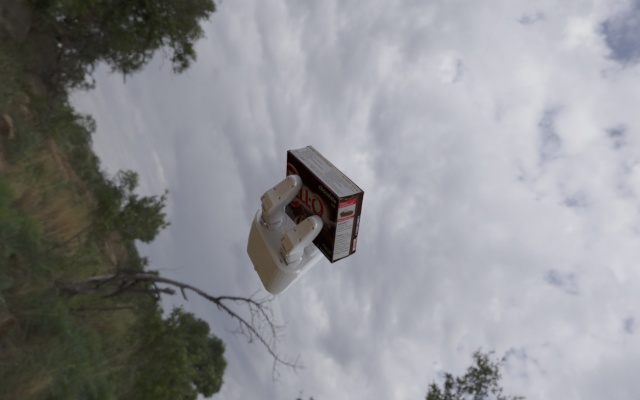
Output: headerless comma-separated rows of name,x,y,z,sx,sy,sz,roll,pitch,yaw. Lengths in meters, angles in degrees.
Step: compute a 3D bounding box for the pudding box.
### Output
pudding box,0.000,0.002,0.549,0.039,0.090,0.113,-19,42,-29
